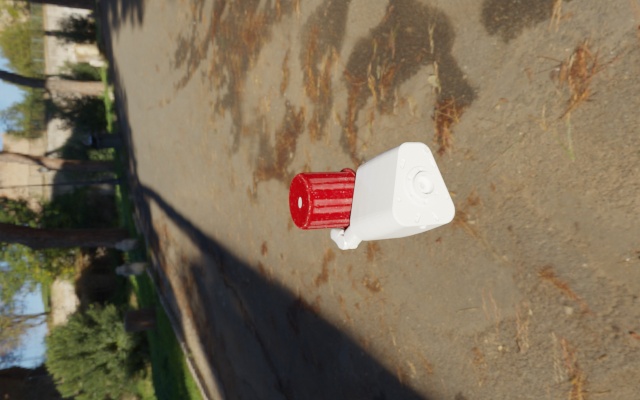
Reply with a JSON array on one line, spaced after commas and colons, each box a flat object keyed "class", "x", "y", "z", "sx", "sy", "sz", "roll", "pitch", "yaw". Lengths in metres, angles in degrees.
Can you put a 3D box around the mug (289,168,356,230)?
[{"class": "mug", "x": -0.001, "y": 0.003, "z": 0.704, "sx": 0.081, "sy": 0.093, "sz": 0.117, "roll": -3, "pitch": -12, "yaw": -25}]
